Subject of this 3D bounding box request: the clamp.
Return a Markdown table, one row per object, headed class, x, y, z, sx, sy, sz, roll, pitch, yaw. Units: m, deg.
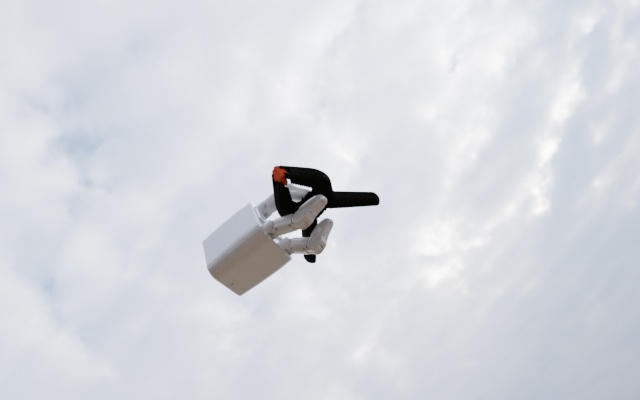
| class | x | y | z | sx | sy | sz | roll | pitch | yaw |
| --- | --- | --- | --- | --- | --- | --- | --- | --- | --- |
| clamp | -0.001 | 0.002 | 0.751 | 0.036 | 0.164 | 0.210 | 51 | 0 | 43 |
